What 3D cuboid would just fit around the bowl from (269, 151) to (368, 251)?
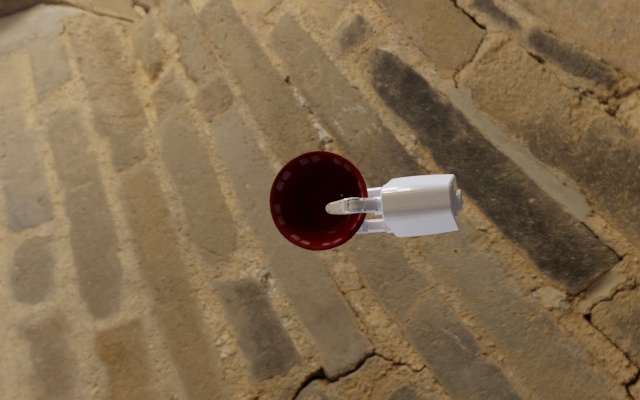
[{"bbox_3d":[-0.001,0.002,0.790,0.162,0.162,0.055,0,-6,9],"label":"bowl"}]
